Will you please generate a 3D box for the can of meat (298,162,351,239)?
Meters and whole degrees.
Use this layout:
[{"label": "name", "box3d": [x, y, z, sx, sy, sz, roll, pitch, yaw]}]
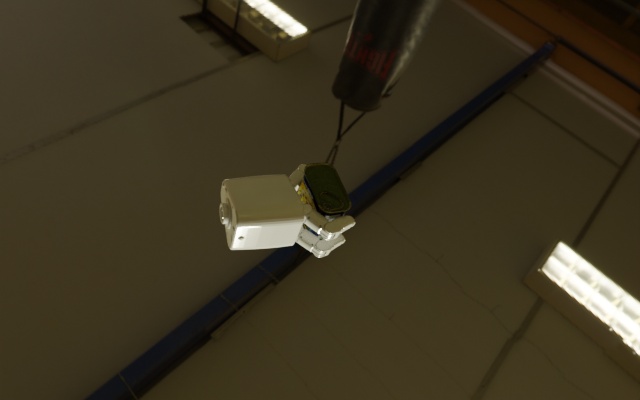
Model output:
[{"label": "can of meat", "box3d": [0.000, 0.003, 0.796, 0.057, 0.102, 0.084, -7, -35, -25]}]
